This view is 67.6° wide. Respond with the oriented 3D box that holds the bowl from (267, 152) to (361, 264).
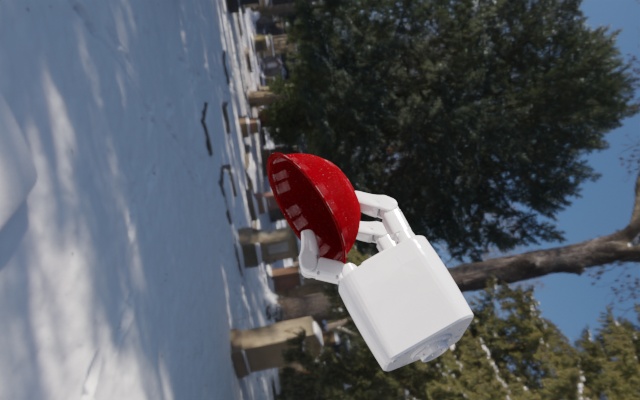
[{"bbox_3d":[0.000,0.001,0.591,0.055,0.162,0.162,-32,13,-21],"label":"bowl"}]
